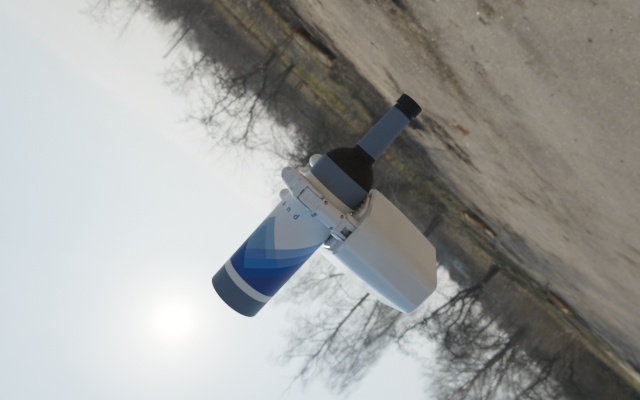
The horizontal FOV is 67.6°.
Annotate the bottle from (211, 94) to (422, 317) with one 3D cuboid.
[{"bbox_3d":[0.000,0.002,0.529,0.069,0.296,0.069,42,7,-6],"label":"bottle"}]
